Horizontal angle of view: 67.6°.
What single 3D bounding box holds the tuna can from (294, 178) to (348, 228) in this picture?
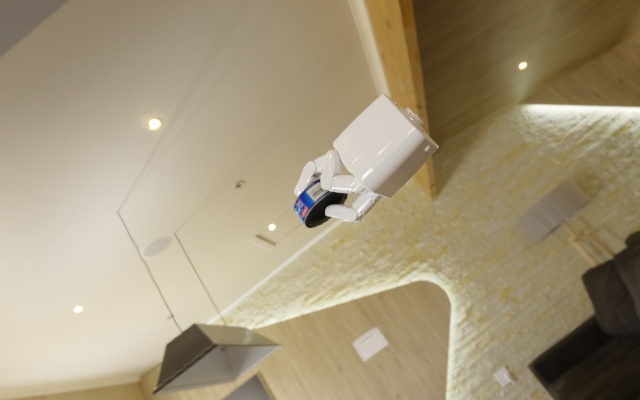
[{"bbox_3d":[0.000,0.002,0.759,0.033,0.086,0.086,49,24,23],"label":"tuna can"}]
